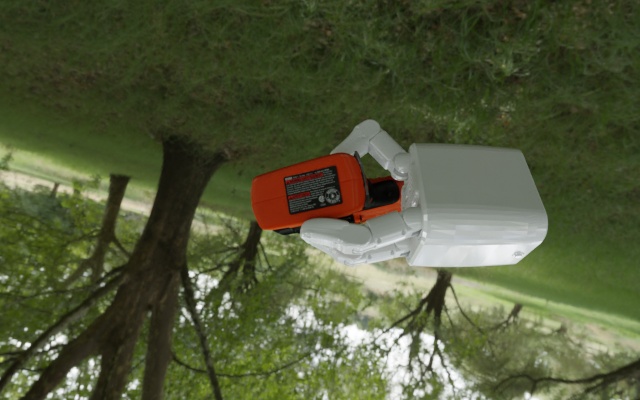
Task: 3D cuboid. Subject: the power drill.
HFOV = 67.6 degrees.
[{"bbox_3d":[0.000,0.002,0.510,0.184,0.057,0.187,-15,-7,17],"label":"power drill"}]
